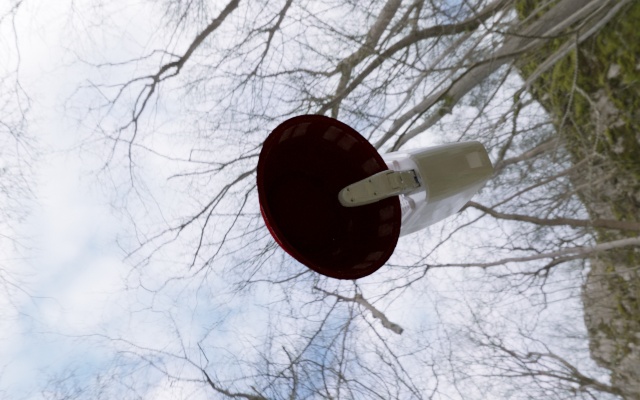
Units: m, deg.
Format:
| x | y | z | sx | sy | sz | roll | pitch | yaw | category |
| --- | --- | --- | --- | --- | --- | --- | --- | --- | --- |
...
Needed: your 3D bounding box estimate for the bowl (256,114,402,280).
| x | y | z | sx | sy | sz | roll | pitch | yaw | category |
| --- | --- | --- | --- | --- | --- | --- | --- | --- | --- |
| -0.001 | 0.002 | 0.457 | 0.162 | 0.162 | 0.055 | 0 | -19 | -36 | bowl |
